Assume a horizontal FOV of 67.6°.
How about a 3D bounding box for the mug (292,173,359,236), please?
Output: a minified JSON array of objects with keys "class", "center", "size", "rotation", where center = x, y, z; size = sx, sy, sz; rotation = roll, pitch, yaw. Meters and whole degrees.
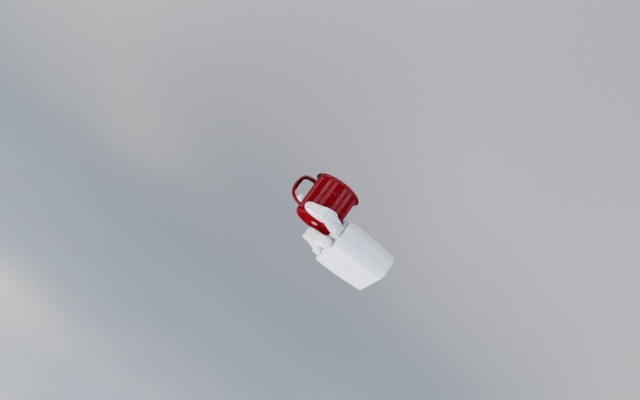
[{"class":"mug","center":[-0.001,0.002,0.873],"size":[0.117,0.081,0.093],"rotation":[37,-17,-3]}]
